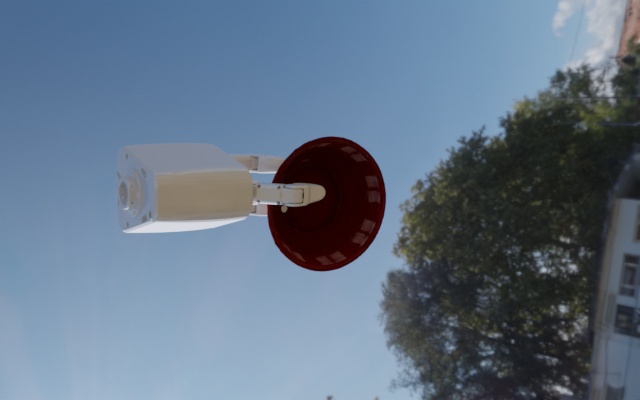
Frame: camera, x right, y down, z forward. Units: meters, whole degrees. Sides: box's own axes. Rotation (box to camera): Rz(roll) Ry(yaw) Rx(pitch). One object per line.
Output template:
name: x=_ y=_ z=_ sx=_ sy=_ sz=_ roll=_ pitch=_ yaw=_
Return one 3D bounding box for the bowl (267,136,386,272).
bowl: x=0.001 y=0.002 z=0.586 sx=0.162 sy=0.162 sz=0.055 roll=0 pitch=9 yaw=-28
